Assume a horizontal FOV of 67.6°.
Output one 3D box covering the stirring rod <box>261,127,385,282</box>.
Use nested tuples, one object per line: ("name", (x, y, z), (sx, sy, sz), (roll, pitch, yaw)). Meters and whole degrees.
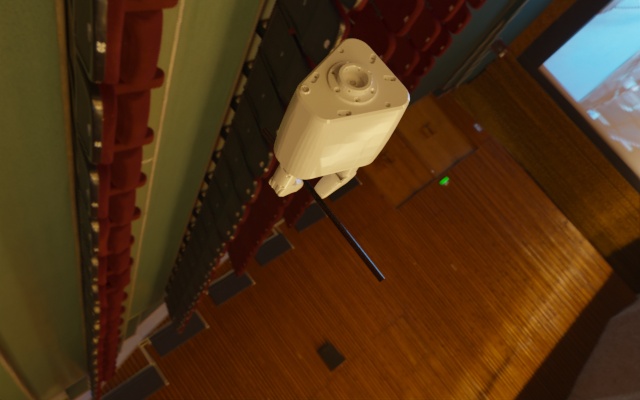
("stirring rod", (0.000, 0.002, 0.588), (0.011, 0.239, 0.011), (-37, -11, -8))
